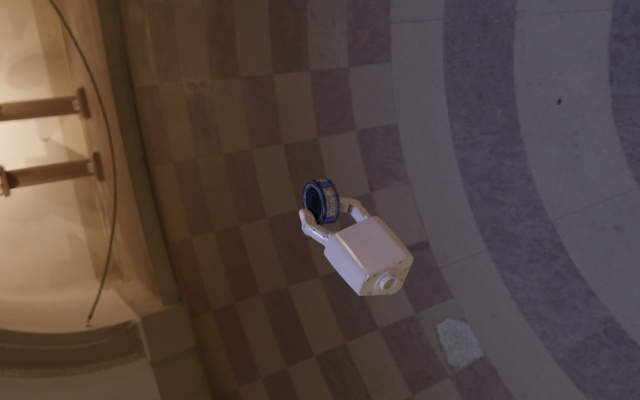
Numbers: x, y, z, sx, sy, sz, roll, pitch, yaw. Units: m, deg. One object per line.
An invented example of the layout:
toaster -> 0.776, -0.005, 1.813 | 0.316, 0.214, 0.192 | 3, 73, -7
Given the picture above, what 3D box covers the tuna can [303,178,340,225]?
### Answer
tuna can -> 0.000, 0.003, 0.877 | 0.034, 0.086, 0.086 | -10, 5, -28
